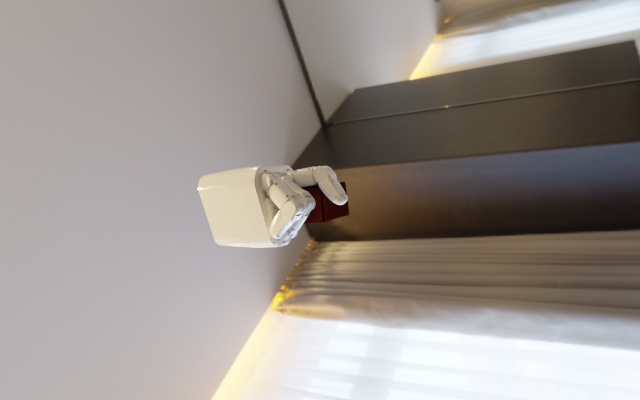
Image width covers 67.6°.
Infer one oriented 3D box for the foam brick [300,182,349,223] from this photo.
[{"bbox_3d":[0.000,0.002,0.687,0.051,0.053,0.078,-5,3,29],"label":"foam brick"}]
